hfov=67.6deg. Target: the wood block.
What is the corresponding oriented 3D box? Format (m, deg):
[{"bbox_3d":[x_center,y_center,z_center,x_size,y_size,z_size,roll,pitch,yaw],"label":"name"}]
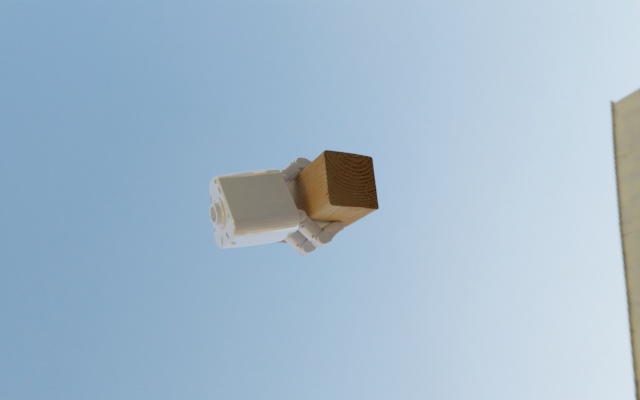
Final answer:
[{"bbox_3d":[0.000,0.002,0.800,0.090,0.090,0.206,5,-21,-28],"label":"wood block"}]
